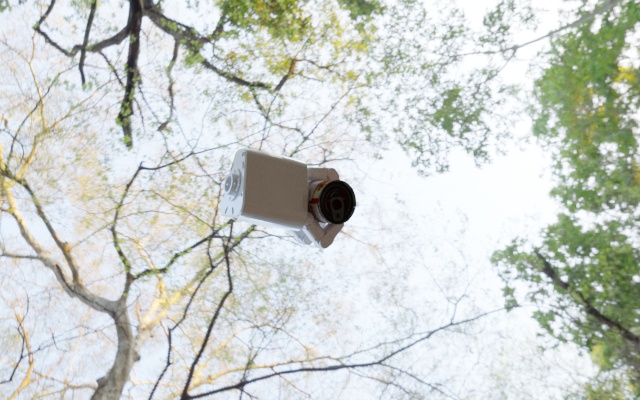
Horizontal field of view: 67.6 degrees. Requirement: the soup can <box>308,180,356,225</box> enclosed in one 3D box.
[{"bbox_3d":[0.000,0.002,0.760,0.068,0.068,0.102,0,0,-32],"label":"soup can"}]
